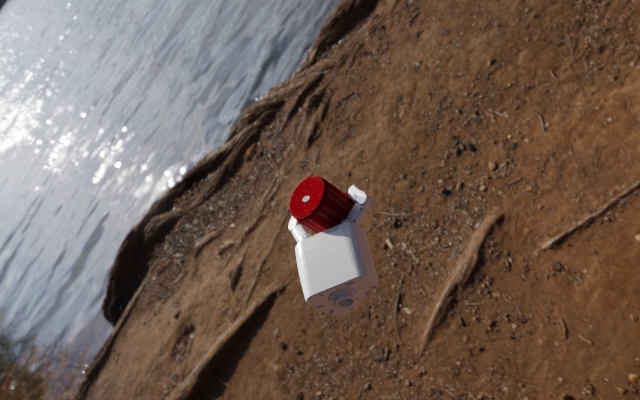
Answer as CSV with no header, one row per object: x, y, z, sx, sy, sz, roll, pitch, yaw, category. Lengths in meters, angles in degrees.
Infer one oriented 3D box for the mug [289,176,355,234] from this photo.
0.000,0.001,0.809,0.093,0.117,0.081,-37,-47,22,mug
